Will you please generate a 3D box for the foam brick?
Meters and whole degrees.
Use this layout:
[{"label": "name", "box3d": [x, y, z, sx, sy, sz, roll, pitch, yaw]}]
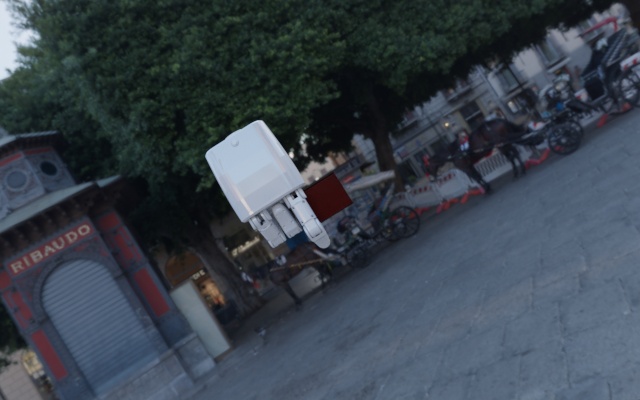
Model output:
[{"label": "foam brick", "box3d": [0.000, 0.002, 0.669, 0.078, 0.051, 0.053, -32, -3, 1]}]
